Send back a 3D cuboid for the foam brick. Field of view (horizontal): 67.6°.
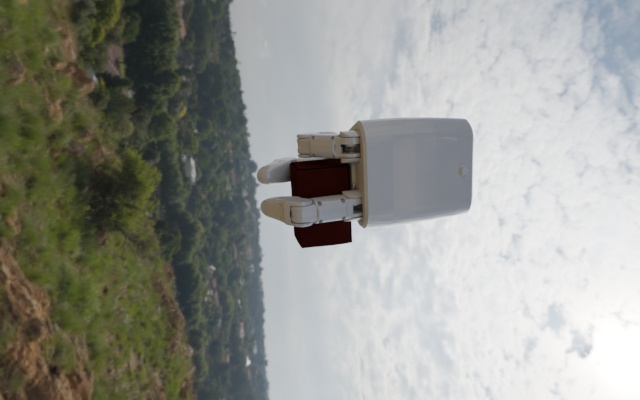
[{"bbox_3d":[0.000,0.002,0.467,0.051,0.078,0.053,-5,13,-10],"label":"foam brick"}]
